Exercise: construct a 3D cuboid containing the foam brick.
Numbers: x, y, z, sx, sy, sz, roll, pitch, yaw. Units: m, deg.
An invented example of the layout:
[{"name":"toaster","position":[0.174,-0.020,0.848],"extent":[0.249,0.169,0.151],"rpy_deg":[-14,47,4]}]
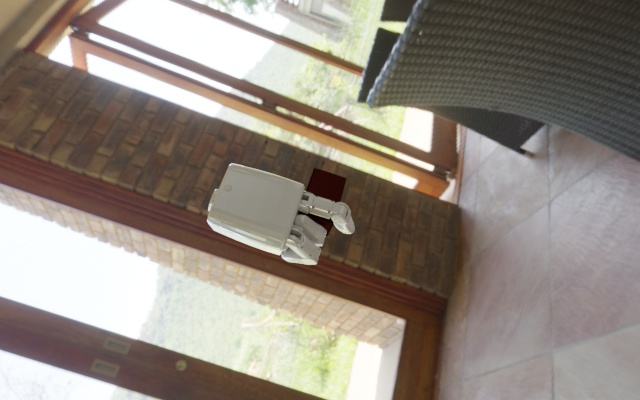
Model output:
[{"name":"foam brick","position":[0.000,0.002,0.693],"extent":[0.051,0.078,0.053],"rpy_deg":[18,-29,-2]}]
